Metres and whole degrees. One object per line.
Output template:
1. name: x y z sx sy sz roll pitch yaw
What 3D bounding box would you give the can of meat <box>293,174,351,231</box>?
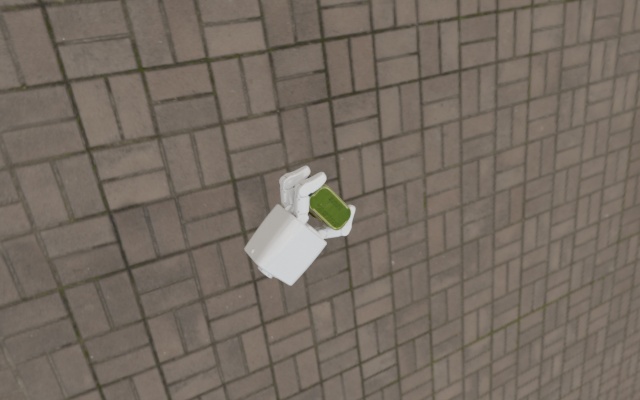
1. can of meat: 0.000 0.003 0.890 0.102 0.057 0.084 44 -6 -32
